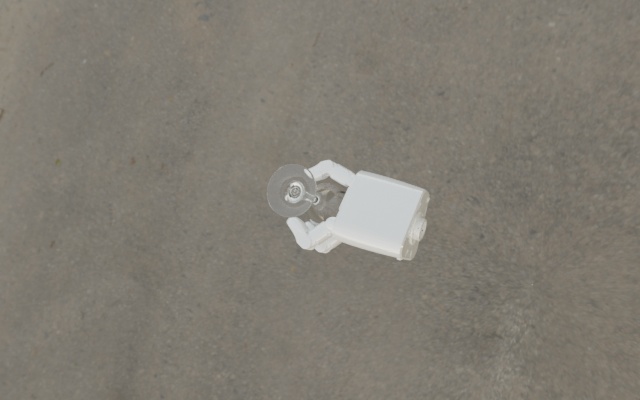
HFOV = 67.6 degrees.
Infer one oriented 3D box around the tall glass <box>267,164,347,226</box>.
[{"bbox_3d":[0.000,0.002,0.732,0.079,0.079,0.201,0,-9,24],"label":"tall glass"}]
